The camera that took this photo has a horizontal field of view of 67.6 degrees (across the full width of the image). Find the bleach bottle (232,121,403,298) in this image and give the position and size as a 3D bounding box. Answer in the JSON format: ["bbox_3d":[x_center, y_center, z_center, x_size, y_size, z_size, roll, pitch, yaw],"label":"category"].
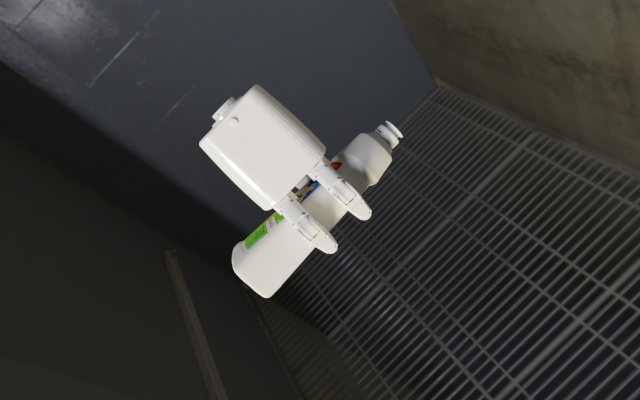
[{"bbox_3d":[0.000,0.002,0.587,0.068,0.251,0.102,44,3,-13],"label":"bleach bottle"}]
